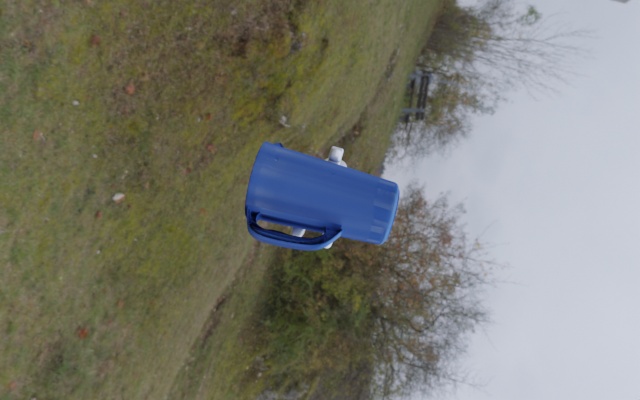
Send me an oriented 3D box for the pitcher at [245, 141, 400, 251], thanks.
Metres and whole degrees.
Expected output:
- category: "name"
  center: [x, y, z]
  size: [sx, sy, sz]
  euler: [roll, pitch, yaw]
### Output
- category: "pitcher"
  center: [0.000, 0.003, 0.796]
  size: [0.243, 0.149, 0.145]
  euler: [15, 11, 2]
